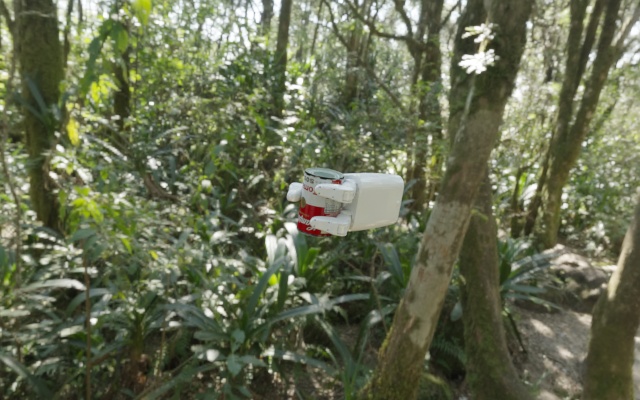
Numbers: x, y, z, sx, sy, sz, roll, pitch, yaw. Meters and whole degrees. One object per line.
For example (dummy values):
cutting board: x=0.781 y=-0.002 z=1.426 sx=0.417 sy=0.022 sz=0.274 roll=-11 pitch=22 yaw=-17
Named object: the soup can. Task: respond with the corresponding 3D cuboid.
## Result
soup can: x=0.000 y=0.002 z=0.795 sx=0.068 sy=0.102 sz=0.068 roll=8 pitch=16 yaw=-2
